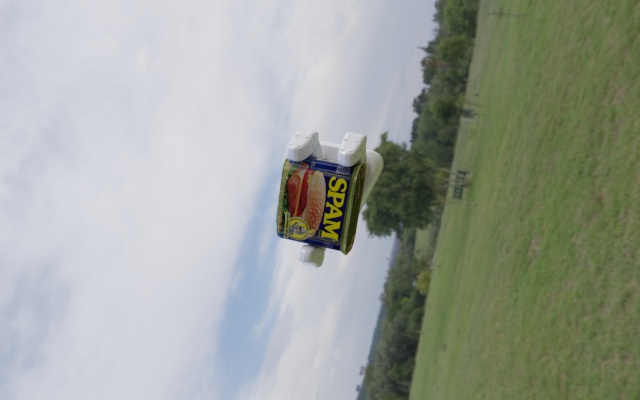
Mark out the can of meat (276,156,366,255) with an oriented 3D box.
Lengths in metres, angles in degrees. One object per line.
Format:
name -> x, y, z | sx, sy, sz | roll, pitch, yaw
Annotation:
can of meat -> 0.000, 0.002, 0.538 | 0.084, 0.102, 0.057 | 11, 12, 13
